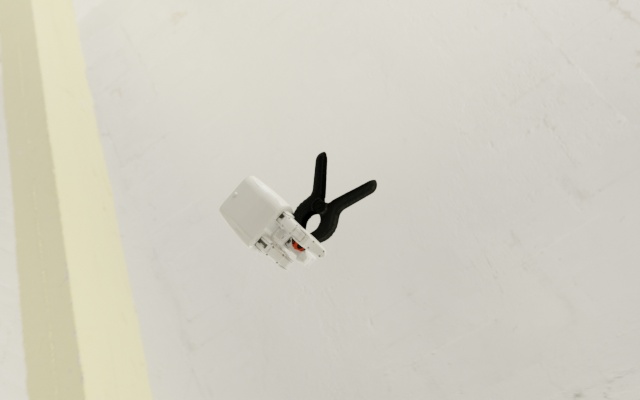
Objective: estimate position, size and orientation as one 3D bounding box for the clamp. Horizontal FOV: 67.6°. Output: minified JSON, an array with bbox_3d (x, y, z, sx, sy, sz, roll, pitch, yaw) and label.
[{"bbox_3d":[0.000,0.003,0.797,0.120,0.171,0.039,42,0,32],"label":"clamp"}]
